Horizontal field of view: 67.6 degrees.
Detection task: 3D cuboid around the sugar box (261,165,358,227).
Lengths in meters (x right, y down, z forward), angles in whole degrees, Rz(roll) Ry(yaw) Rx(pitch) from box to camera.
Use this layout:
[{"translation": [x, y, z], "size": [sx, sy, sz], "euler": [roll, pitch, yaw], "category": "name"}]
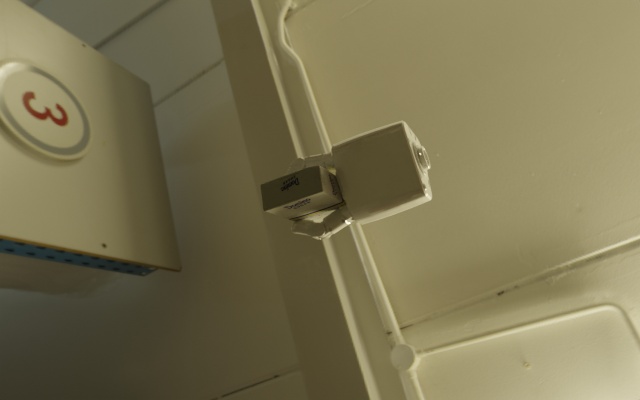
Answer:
[{"translation": [0.000, 0.002, 0.696], "size": [0.093, 0.048, 0.176], "euler": [-18, -23, 22], "category": "sugar box"}]
